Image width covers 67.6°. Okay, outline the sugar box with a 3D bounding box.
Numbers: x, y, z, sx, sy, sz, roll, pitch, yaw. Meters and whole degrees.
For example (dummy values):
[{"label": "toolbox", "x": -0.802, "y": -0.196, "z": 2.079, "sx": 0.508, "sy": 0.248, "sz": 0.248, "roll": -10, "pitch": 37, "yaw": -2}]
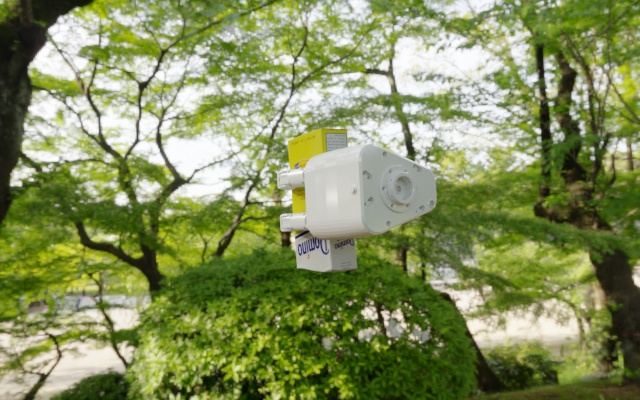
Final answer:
[{"label": "sugar box", "x": 0.000, "y": 0.002, "z": 0.619, "sx": 0.048, "sy": 0.176, "sz": 0.093, "roll": 0, "pitch": -4, "yaw": -31}]
